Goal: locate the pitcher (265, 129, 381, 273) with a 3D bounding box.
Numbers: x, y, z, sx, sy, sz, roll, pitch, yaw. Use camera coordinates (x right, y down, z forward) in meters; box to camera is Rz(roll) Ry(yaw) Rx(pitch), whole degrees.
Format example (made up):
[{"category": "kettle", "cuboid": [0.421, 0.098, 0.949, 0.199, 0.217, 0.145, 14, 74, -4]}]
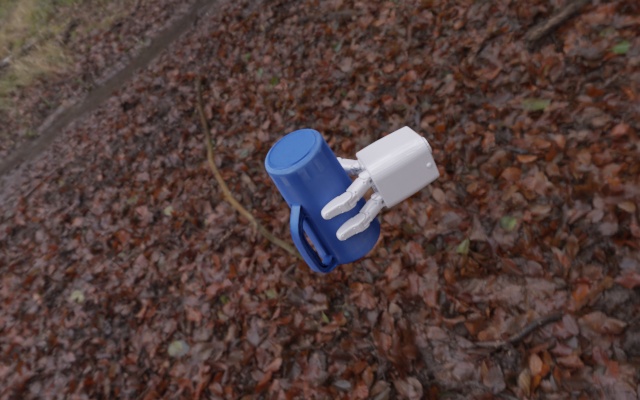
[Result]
[{"category": "pitcher", "cuboid": [0.000, 0.003, 0.846, 0.145, 0.243, 0.149, -29, 38, 6]}]
